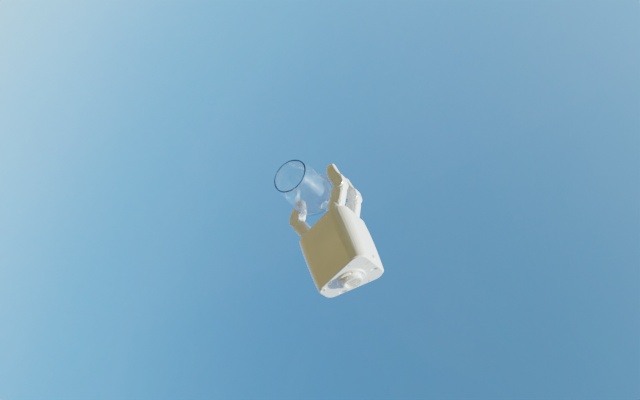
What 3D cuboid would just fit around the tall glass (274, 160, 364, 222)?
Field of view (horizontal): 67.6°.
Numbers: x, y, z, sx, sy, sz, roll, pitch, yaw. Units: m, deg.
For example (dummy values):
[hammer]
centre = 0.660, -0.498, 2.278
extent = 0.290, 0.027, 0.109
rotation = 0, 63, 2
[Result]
[tall glass]
centre = 0.000, 0.003, 0.856
extent = 0.079, 0.079, 0.201
rotation = 0, -26, 35
